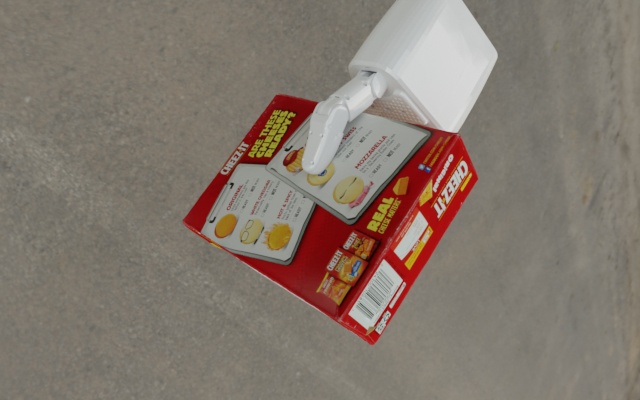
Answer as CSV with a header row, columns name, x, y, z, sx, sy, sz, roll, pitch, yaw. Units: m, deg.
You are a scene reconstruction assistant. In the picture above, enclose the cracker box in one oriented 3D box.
name,x,y,z,sx,sy,sz,roll,pitch,yaw
cracker box,0.000,0.001,0.421,0.213,0.164,0.072,22,-18,42
